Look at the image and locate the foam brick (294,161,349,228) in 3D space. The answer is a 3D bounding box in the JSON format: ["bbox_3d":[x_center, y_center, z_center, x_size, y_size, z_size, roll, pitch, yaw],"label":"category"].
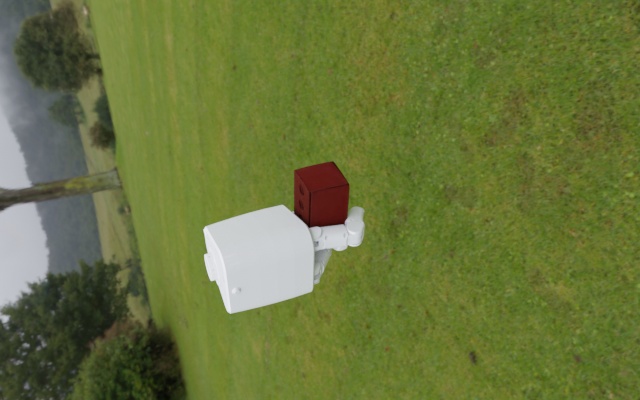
[{"bbox_3d":[0.000,0.002,0.577,0.051,0.078,0.053,-11,38,-18],"label":"foam brick"}]
